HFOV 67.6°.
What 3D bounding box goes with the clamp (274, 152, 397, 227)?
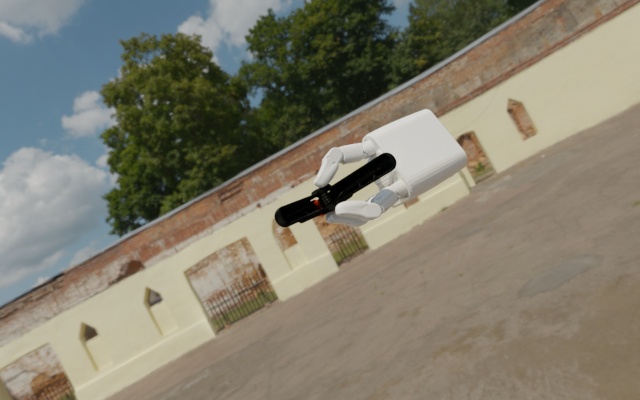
[{"bbox_3d":[0.000,0.001,0.655,0.164,0.036,0.210,-26,-4,-17],"label":"clamp"}]
